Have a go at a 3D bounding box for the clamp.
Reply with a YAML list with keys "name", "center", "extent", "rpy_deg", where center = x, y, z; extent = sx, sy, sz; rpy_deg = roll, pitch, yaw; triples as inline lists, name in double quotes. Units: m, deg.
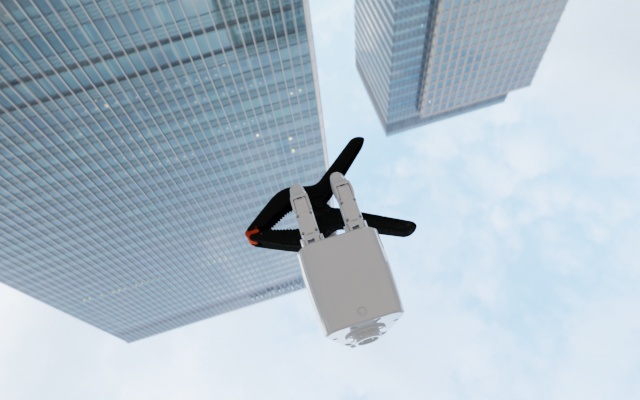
- name: "clamp"
  center: [0.000, 0.003, 0.632]
  extent: [0.210, 0.164, 0.036]
  rpy_deg: [-17, -31, -4]
